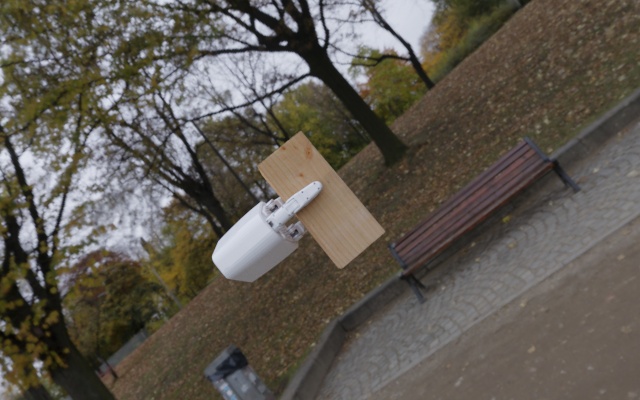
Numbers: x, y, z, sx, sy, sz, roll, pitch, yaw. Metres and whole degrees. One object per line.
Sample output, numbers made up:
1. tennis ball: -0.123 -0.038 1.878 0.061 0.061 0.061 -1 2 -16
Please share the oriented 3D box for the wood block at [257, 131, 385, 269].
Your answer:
1. wood block: 0.000 0.003 0.775 0.090 0.206 0.091 -39 -4 -6
